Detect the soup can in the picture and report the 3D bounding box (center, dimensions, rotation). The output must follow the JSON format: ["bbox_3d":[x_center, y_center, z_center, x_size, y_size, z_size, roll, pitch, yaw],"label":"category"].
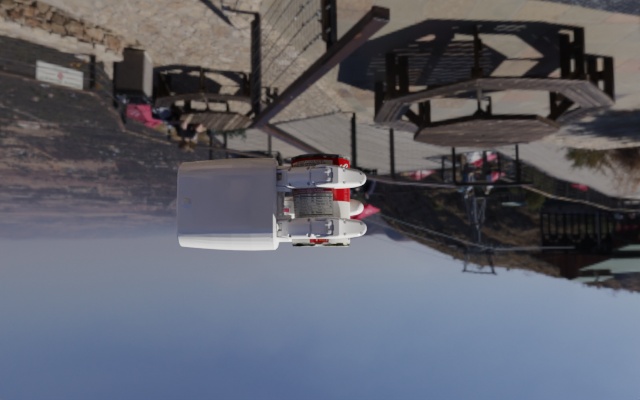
[{"bbox_3d":[0.001,0.002,0.548,0.068,0.102,0.068,0,-5,0],"label":"soup can"}]
